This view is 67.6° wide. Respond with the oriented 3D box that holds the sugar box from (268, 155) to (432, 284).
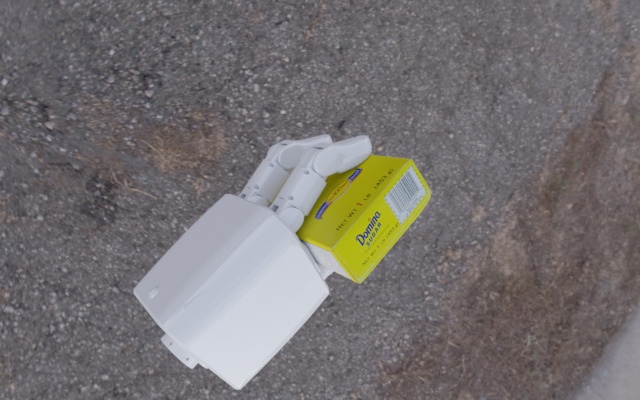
[{"bbox_3d":[0.000,0.001,0.410,0.093,0.048,0.176,-47,31,-18],"label":"sugar box"}]
